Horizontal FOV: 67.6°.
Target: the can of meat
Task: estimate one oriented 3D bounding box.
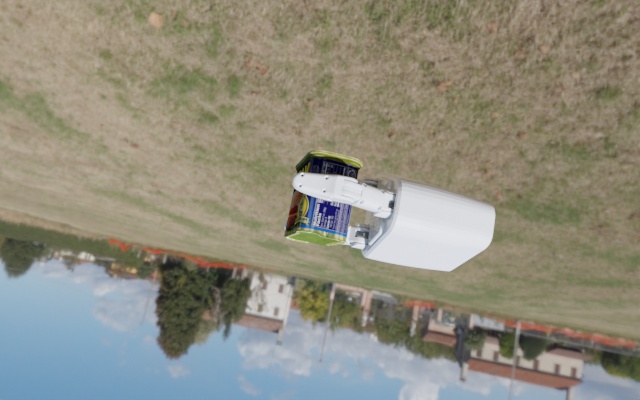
[{"bbox_3d":[0.000,0.002,0.507,0.057,0.084,0.102,13,-11,-13],"label":"can of meat"}]
